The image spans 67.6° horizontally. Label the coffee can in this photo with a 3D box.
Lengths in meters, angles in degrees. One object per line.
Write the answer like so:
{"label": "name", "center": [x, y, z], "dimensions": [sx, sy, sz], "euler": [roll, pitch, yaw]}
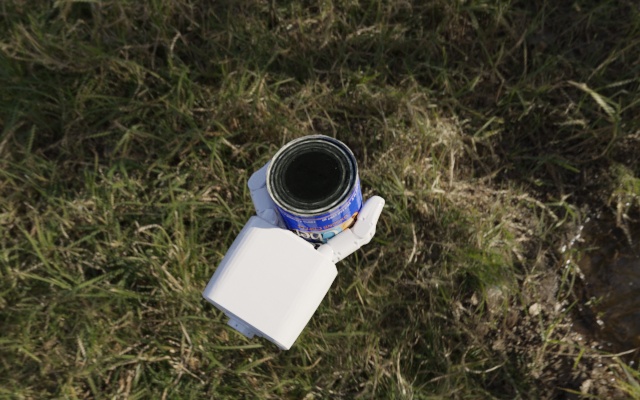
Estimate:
{"label": "coffee can", "center": [0.000, 0.002, 0.581], "dimensions": [0.103, 0.102, 0.140], "euler": [0, -26, 9]}
